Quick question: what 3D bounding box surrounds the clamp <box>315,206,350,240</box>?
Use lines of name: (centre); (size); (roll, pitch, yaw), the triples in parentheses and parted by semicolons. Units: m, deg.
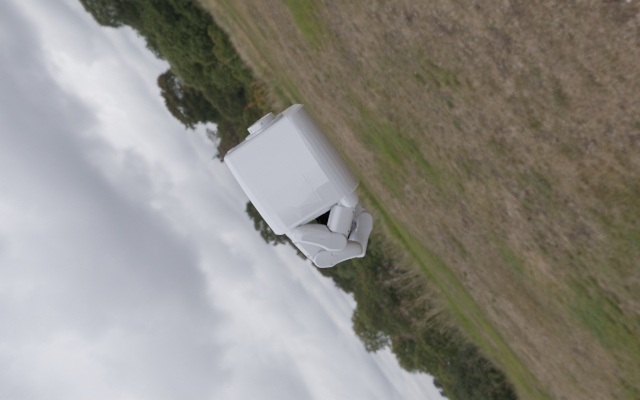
clamp: (0.000, 0.003, 0.635); (0.039, 0.120, 0.171); (-36, 14, -1)
